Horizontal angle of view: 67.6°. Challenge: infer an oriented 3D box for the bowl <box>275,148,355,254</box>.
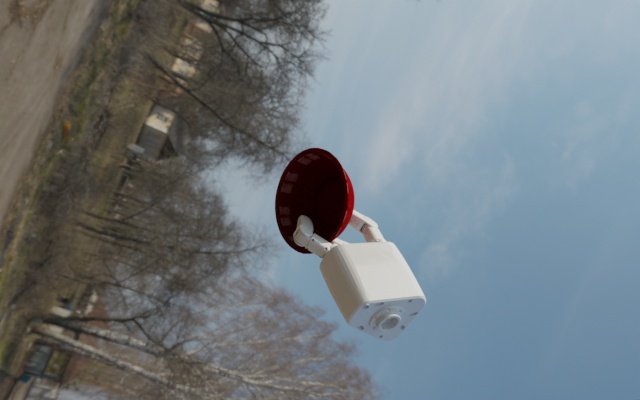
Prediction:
[{"bbox_3d":[0.000,0.001,0.741,0.055,0.162,0.162,7,-5,-44],"label":"bowl"}]
